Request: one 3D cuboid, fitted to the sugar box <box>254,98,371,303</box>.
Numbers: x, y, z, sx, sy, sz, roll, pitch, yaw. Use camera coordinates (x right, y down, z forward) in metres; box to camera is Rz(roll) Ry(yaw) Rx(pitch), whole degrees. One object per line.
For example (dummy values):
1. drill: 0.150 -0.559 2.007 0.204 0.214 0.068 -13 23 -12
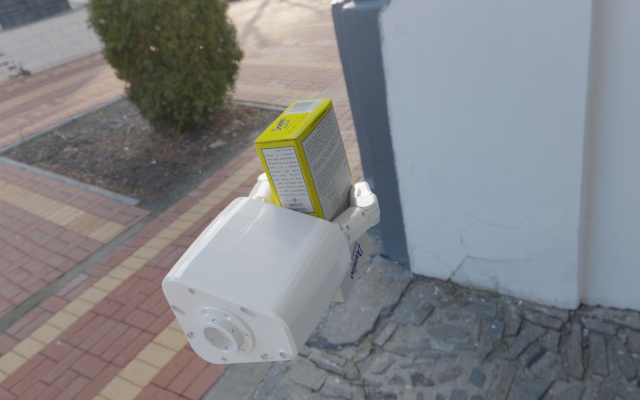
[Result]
1. sugar box: -0.001 0.001 0.455 0.048 0.176 0.093 0 32 24
